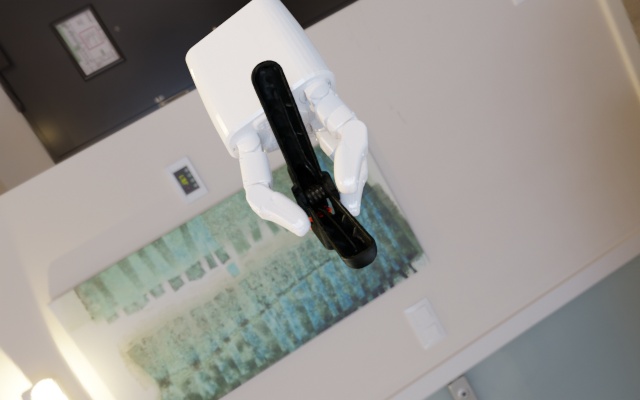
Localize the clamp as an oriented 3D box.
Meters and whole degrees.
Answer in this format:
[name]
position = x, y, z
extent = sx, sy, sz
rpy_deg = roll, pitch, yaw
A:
[clamp]
position = -0.001, 0.002, 0.410
extent = 0.036, 0.164, 0.210
rpy_deg = -25, -21, -5
